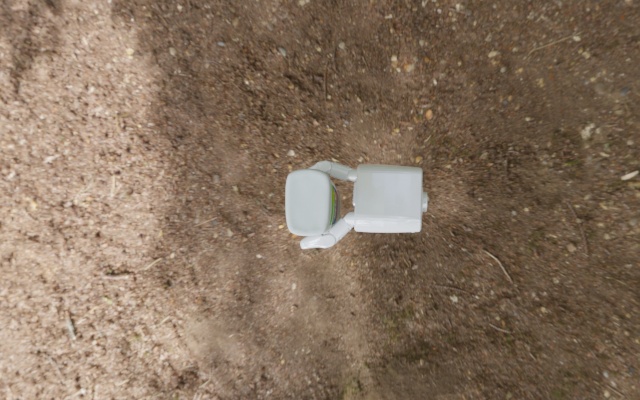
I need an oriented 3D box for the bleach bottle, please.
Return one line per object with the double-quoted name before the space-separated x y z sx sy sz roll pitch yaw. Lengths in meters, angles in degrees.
"bleach bottle" 0.000 0.003 0.812 0.068 0.102 0.251 2 1 9
